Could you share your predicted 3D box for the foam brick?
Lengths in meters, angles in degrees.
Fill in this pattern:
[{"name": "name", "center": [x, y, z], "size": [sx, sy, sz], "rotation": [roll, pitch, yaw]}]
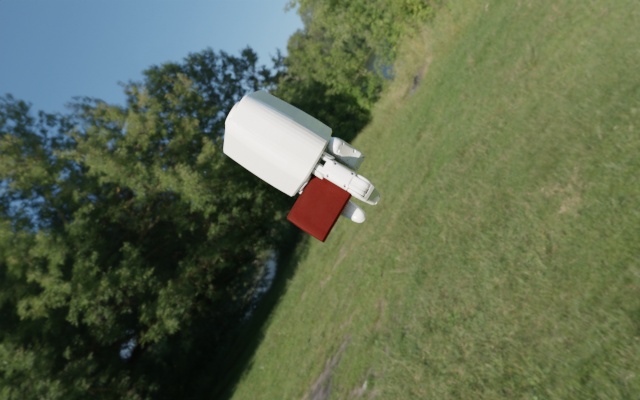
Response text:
[{"name": "foam brick", "center": [0.000, 0.002, 0.574], "size": [0.051, 0.078, 0.053], "rotation": [31, 0, -6]}]
